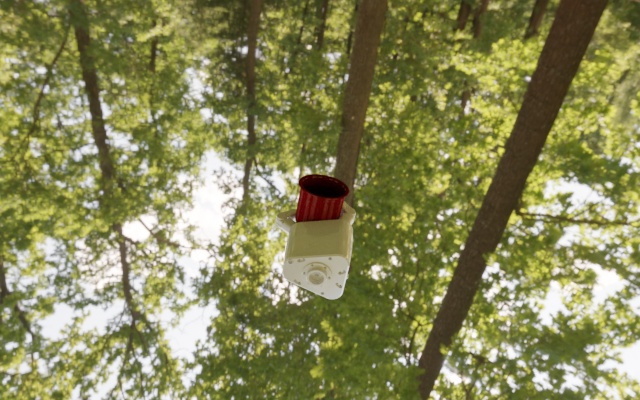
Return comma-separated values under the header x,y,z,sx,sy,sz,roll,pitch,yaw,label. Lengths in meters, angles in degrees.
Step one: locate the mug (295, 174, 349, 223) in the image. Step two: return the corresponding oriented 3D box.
x,y,z,sx,sy,sz,roll,pitch,yaw,label
0.000,0.002,0.886,0.093,0.081,0.117,12,28,0,mug
